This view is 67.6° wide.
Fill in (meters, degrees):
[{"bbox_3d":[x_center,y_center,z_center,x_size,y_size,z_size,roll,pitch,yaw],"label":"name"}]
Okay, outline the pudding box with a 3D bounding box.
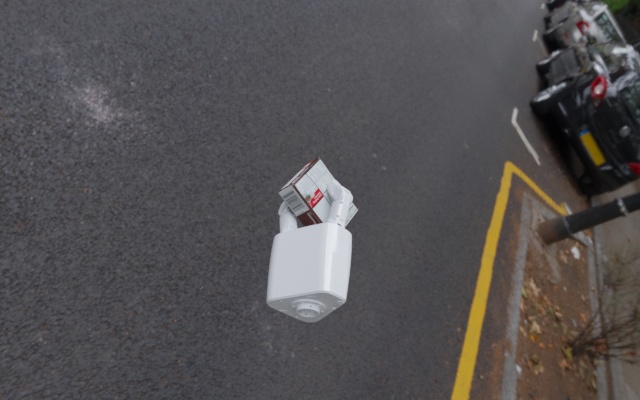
[{"bbox_3d":[0.000,0.002,0.743,0.039,0.113,0.090,-26,16,40],"label":"pudding box"}]
